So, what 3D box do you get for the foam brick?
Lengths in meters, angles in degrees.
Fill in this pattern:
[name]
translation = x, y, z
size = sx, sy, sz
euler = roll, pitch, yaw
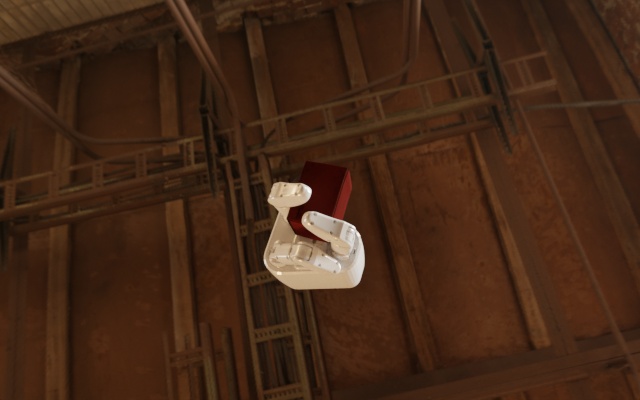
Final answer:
[foam brick]
translation = 0.000, 0.002, 0.552
size = 0.053, 0.078, 0.051
euler = 13, -20, 15
